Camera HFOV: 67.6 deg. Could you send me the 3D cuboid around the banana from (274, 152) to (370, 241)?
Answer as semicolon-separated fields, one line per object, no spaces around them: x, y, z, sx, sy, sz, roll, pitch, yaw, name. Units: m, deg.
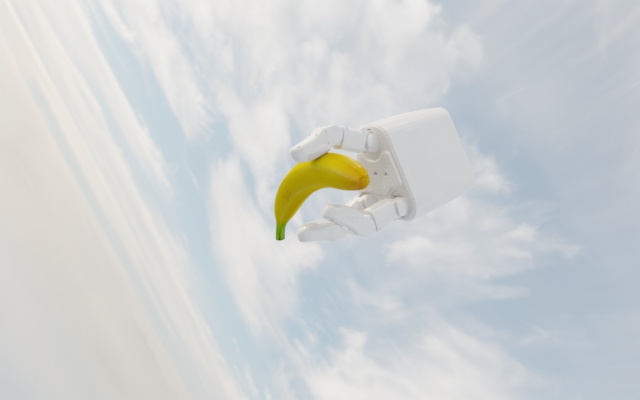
-0.008;-0.014;0.525;0.037;0.069;0.198;-13;-13;-32;banana
